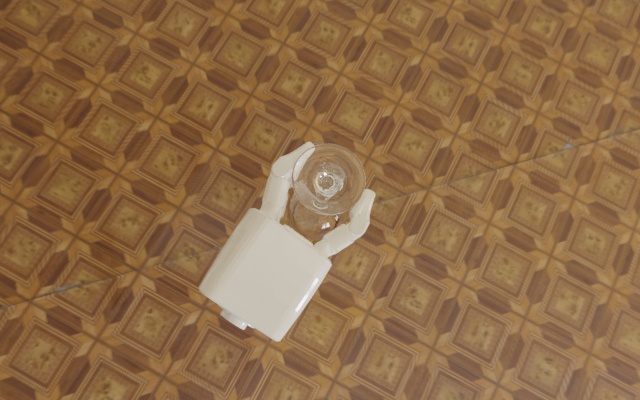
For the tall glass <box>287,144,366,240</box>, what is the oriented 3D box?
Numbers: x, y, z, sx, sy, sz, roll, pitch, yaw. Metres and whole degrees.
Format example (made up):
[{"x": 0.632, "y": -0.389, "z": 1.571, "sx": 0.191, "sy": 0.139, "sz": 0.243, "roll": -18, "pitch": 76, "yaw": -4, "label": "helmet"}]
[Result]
[{"x": 0.000, "y": 0.002, "z": 0.571, "sx": 0.079, "sy": 0.079, "sz": 0.201, "roll": 0, "pitch": -13, "yaw": -5, "label": "tall glass"}]
